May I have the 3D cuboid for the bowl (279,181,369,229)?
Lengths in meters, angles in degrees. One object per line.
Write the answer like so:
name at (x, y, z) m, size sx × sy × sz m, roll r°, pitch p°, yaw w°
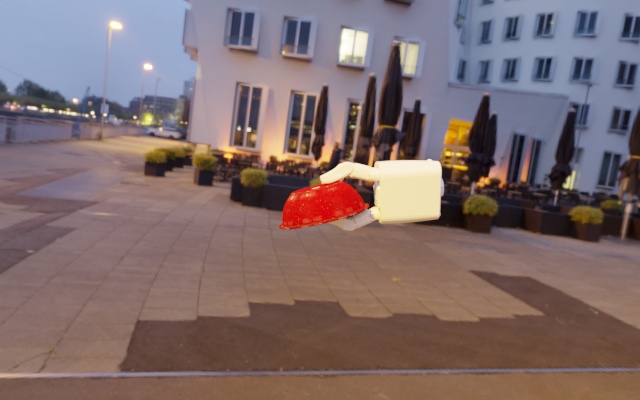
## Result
bowl at (-0.001, 0.003, 0.828) m, size 0.162 × 0.055 × 0.162 m, roll -14°, pitch 6°, yaw 1°
